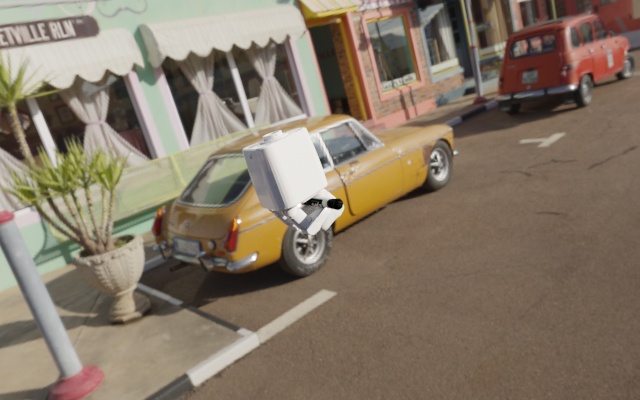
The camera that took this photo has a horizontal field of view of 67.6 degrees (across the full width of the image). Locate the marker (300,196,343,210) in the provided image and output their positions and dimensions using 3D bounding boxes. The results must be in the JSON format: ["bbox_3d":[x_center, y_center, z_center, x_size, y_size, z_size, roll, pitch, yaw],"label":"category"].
[{"bbox_3d":[0.000,0.003,0.794,0.020,0.020,0.121,0,4,-30],"label":"marker"}]
